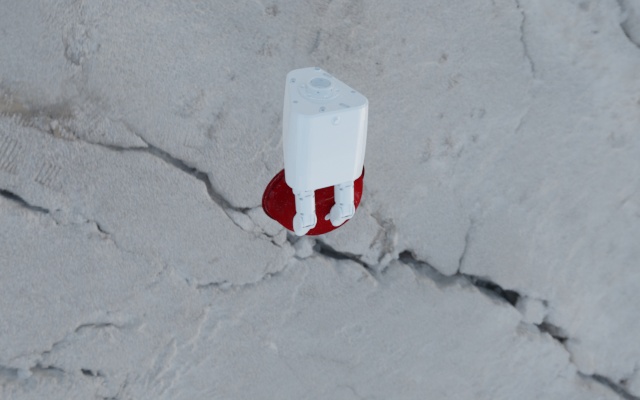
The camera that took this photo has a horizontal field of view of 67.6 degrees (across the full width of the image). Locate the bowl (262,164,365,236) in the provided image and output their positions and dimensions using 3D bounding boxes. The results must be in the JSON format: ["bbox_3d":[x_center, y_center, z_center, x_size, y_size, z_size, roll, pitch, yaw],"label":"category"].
[{"bbox_3d":[0.000,0.003,0.688,0.162,0.055,0.162,-18,-32,-12],"label":"bowl"}]
